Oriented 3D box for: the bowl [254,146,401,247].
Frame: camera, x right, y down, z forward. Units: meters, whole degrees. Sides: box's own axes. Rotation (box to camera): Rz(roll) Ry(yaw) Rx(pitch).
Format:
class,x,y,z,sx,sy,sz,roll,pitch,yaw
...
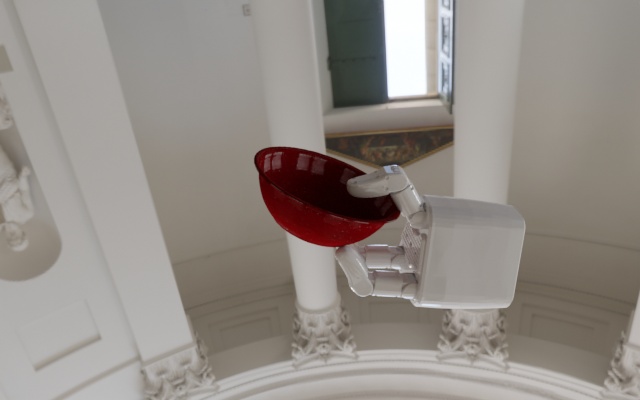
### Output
class,x,y,z,sx,sy,sz,roll,pitch,yaw
bowl,-0.001,0.002,0.505,0.162,0.055,0.162,19,23,-8
